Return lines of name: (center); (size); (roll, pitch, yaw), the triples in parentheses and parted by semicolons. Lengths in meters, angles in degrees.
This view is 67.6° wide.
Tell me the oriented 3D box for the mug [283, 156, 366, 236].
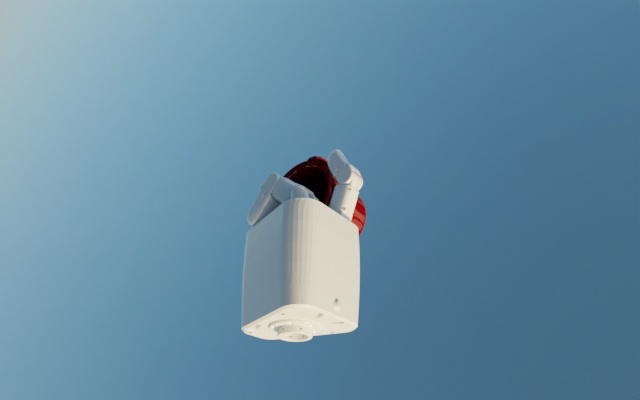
mug: (0.000, 0.001, 0.572); (0.093, 0.117, 0.081); (-22, -38, 32)
